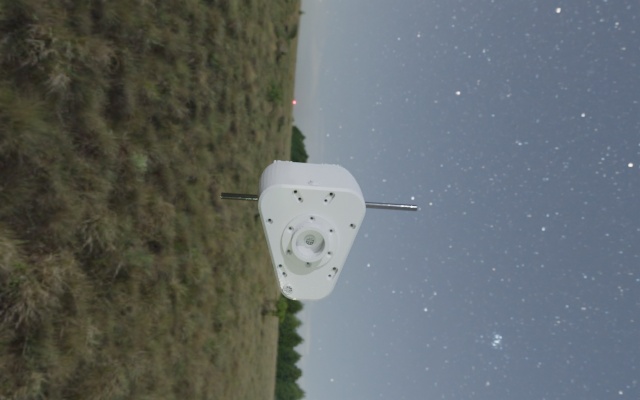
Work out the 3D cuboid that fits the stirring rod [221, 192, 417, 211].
[{"bbox_3d":[0.000,0.002,0.585,0.239,0.011,0.011,4,0,-5],"label":"stirring rod"}]
